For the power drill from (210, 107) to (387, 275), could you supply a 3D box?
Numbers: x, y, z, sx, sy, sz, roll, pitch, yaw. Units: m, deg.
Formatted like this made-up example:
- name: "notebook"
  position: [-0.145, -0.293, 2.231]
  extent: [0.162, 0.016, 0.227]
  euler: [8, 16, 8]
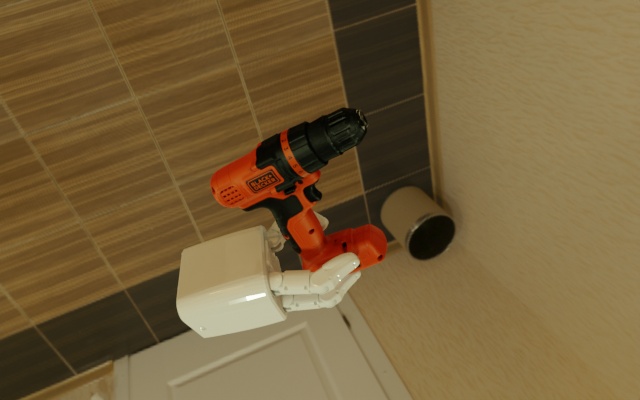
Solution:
- name: "power drill"
  position: [0.000, 0.002, 0.531]
  extent: [0.184, 0.188, 0.057]
  euler: [-23, 32, 22]
